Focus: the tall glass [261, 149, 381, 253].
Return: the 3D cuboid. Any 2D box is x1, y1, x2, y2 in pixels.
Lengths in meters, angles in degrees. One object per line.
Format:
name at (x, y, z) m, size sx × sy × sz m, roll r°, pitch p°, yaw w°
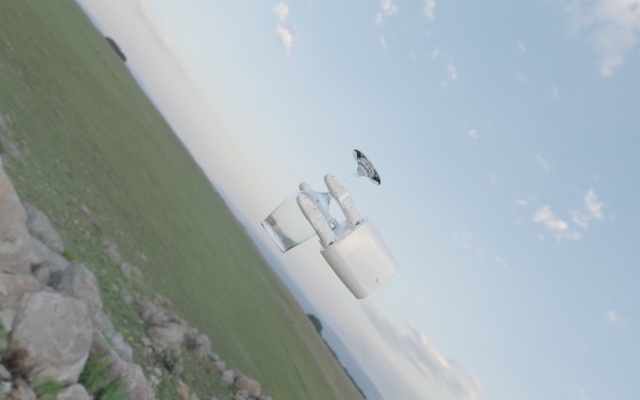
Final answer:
tall glass at (0.001, 0.002, 0.791) m, size 0.201 × 0.079 × 0.079 m, roll -36°, pitch 6°, yaw -9°
